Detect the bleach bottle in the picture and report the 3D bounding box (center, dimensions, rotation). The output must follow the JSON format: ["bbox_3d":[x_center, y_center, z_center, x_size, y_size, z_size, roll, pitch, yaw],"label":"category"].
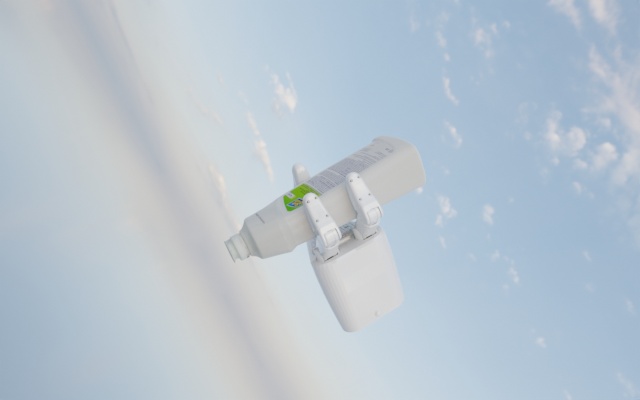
[{"bbox_3d":[0.000,0.002,0.586,0.251,0.068,0.102,-27,21,-15],"label":"bleach bottle"}]
